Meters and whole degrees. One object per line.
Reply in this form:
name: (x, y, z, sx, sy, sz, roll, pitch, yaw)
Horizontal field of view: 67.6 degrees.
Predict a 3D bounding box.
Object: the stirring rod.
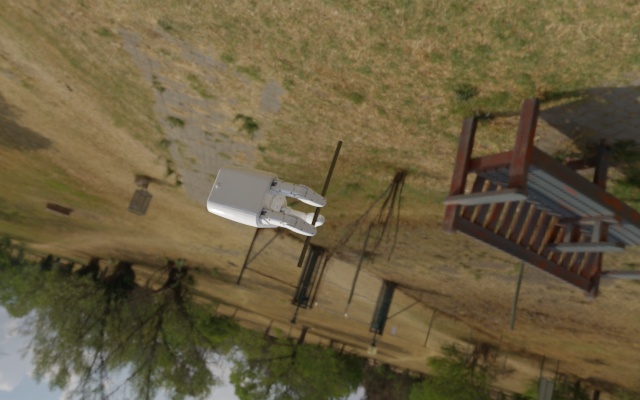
stirring rod: (0.000, 0.003, 0.844, 0.011, 0.239, 0.011, 17, -14, 5)
